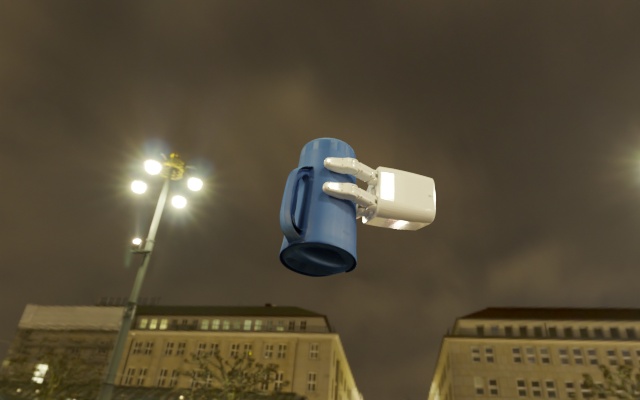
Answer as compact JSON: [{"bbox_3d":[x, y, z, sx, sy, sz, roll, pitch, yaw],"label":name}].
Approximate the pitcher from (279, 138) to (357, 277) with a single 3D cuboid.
[{"bbox_3d":[0.000,0.003,0.864,0.145,0.242,0.149,10,-33,-7],"label":"pitcher"}]
